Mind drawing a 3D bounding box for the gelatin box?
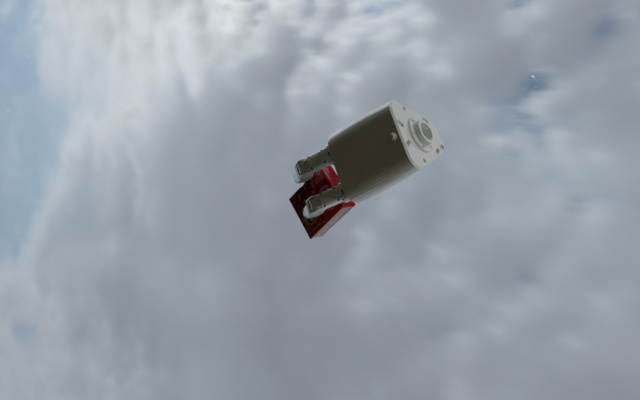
[{"bbox_3d":[0.000,0.002,0.702,0.030,0.073,0.089,-8,-28,-45],"label":"gelatin box"}]
